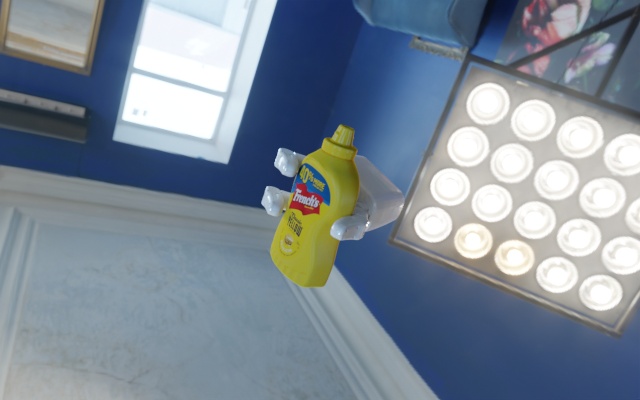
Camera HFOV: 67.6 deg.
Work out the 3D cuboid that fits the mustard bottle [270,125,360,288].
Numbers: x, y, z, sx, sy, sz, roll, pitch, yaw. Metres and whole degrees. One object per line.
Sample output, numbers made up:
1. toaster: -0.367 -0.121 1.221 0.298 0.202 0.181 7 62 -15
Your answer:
1. mustard bottle: 0.000 0.002 0.574 0.058 0.192 0.096 7 22 -35
